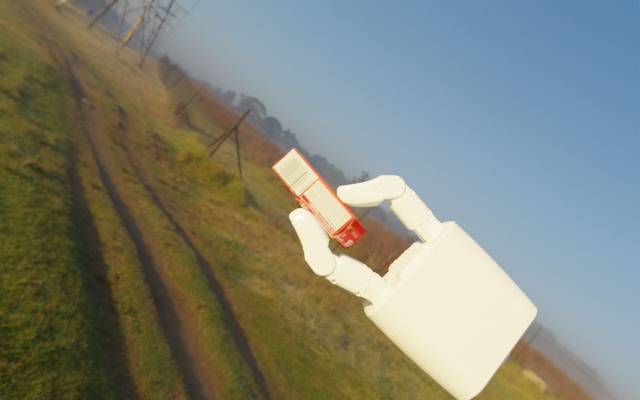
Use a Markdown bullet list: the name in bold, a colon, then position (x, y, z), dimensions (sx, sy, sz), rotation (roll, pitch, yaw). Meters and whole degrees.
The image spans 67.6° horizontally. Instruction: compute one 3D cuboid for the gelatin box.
- **gelatin box**: position (0.000, 0.001, 0.446), dimensions (0.030, 0.089, 0.073), rotation (-41, -17, 0)
